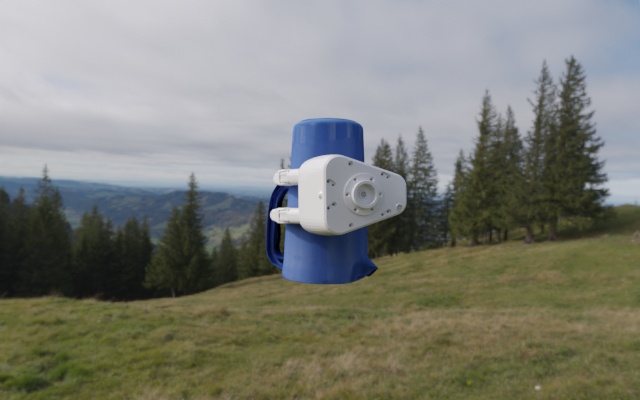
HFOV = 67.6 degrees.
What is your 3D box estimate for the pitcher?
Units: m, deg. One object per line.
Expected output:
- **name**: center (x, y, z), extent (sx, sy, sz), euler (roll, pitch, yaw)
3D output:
- **pitcher**: center (0.000, 0.002, 0.734), extent (0.149, 0.243, 0.145), euler (1, 0, -15)
